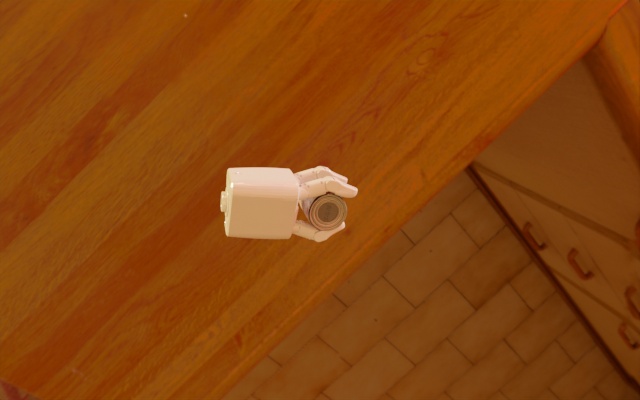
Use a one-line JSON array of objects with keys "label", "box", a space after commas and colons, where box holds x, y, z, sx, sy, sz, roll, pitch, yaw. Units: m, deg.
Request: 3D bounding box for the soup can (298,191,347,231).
[{"label": "soup can", "box": [0.001, 0.003, 0.825, 0.068, 0.068, 0.102, 0, 20, -16]}]
